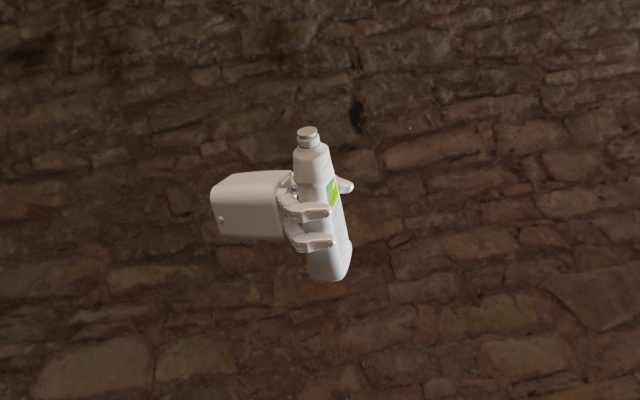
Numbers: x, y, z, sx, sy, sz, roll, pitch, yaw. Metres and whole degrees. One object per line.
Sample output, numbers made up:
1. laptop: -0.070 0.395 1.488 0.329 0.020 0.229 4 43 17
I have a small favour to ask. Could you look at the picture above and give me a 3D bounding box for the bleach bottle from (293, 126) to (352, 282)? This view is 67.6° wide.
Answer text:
1. bleach bottle: 0.000 0.002 0.732 0.068 0.251 0.102 -1 35 13
